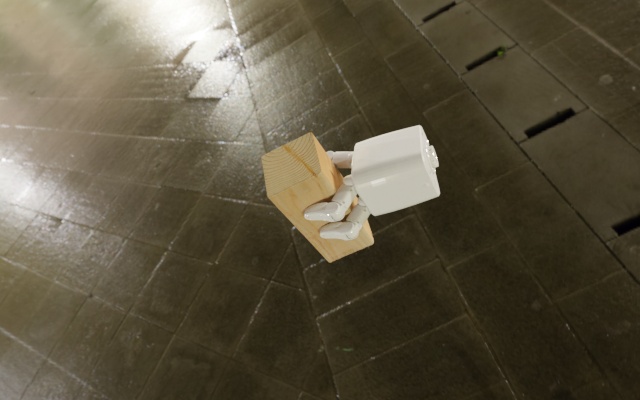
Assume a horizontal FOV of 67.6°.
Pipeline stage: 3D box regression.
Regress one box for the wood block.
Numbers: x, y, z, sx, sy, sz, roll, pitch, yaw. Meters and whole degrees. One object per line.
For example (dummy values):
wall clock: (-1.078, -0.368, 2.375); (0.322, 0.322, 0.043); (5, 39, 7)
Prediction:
wood block: (0.000, 0.002, 0.766); (0.090, 0.090, 0.206); (-25, -43, 13)
